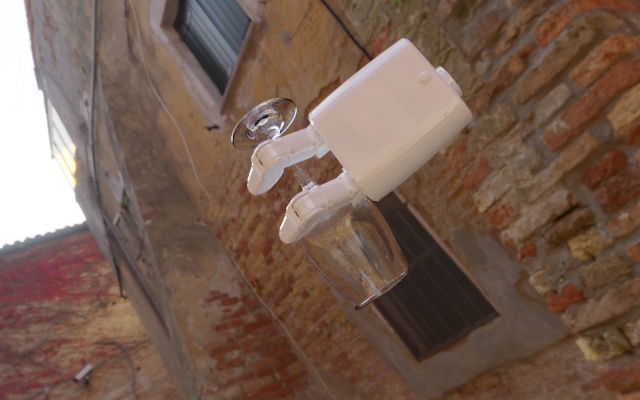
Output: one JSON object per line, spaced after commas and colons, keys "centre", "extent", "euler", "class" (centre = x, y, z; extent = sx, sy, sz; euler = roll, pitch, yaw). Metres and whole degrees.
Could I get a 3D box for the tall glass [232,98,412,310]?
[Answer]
{"centre": [0.000, 0.001, 0.447], "extent": [0.079, 0.201, 0.079], "euler": [-32, -17, -11], "class": "tall glass"}
